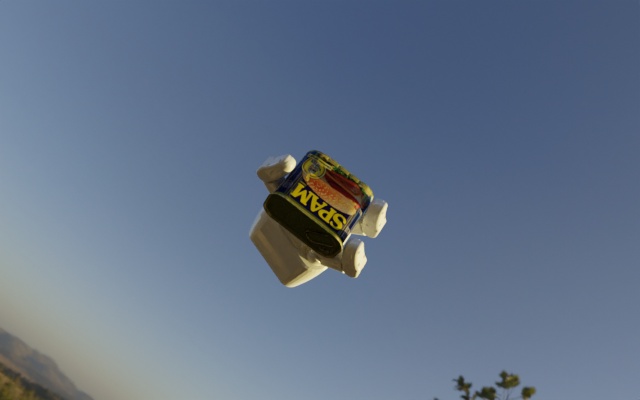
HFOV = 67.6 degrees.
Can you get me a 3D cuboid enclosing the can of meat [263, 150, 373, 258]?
[{"bbox_3d":[0.000,0.002,0.555,0.102,0.084,0.057,38,-32,-2],"label":"can of meat"}]
